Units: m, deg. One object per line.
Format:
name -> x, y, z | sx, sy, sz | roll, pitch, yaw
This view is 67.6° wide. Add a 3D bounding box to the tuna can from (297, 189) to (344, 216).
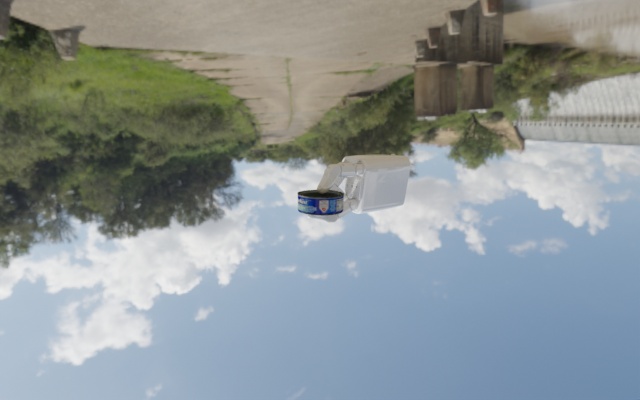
tuna can -> 0.000, 0.003, 0.871 | 0.086, 0.034, 0.086 | 1, 11, 0
